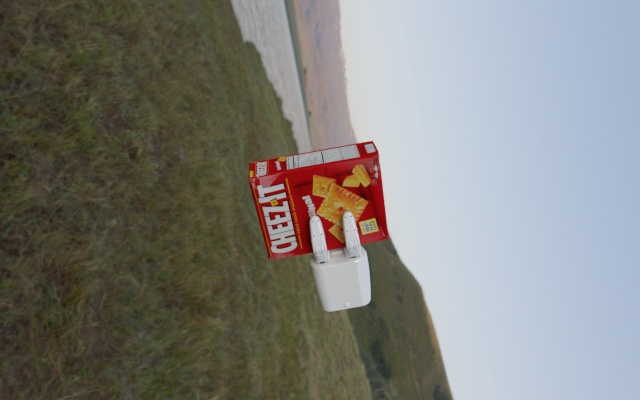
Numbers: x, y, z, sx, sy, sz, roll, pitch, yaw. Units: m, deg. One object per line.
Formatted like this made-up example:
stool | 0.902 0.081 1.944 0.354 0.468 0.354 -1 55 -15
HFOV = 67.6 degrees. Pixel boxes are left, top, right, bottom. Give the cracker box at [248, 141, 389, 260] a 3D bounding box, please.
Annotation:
cracker box | 0.000 0.003 0.808 0.214 0.164 0.072 -10 28 0
